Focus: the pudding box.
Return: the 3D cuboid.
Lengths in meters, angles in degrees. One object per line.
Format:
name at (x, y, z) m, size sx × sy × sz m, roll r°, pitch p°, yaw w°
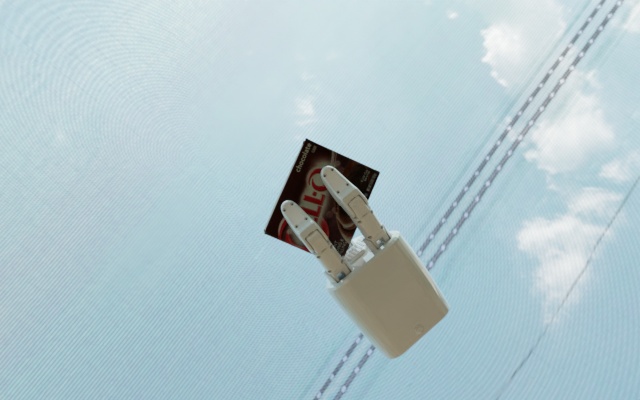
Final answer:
pudding box at (0.000, 0.002, 0.521) m, size 0.090 × 0.113 × 0.039 m, roll 24°, pitch -4°, yaw -10°
